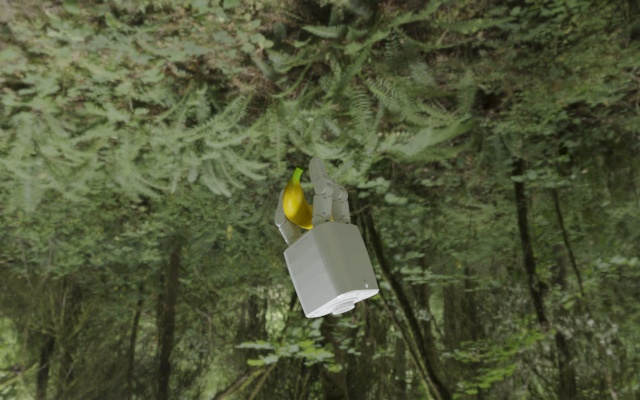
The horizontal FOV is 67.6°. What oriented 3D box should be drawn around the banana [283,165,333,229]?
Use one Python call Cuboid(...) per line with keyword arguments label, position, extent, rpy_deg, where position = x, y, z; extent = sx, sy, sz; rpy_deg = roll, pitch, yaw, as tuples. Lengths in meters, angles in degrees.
Cuboid(label="banana", position=(-0.015, 0.014, 0.754), extent=(0.069, 0.037, 0.198), rpy_deg=(-41, -27, 1))
